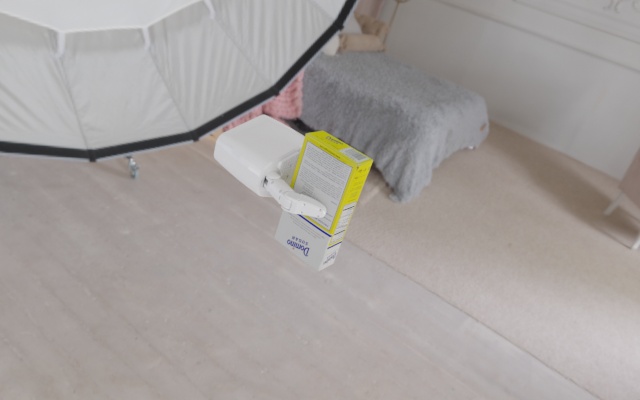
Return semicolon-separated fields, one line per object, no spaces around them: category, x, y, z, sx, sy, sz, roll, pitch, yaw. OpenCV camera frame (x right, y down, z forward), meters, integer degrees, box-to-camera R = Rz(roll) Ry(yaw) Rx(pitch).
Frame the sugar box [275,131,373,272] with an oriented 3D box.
sugar box;0.000;0.002;0.672;0.093;0.176;0.048;35;34;26
